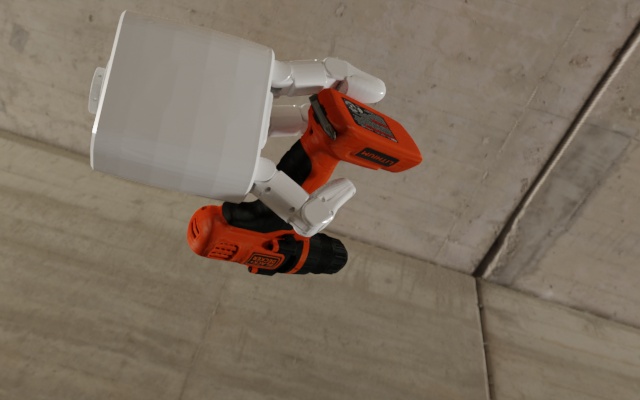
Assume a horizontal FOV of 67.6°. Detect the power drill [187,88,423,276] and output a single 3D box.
[{"bbox_3d":[0.000,0.001,0.434,0.184,0.057,0.188,15,-53,-43],"label":"power drill"}]
